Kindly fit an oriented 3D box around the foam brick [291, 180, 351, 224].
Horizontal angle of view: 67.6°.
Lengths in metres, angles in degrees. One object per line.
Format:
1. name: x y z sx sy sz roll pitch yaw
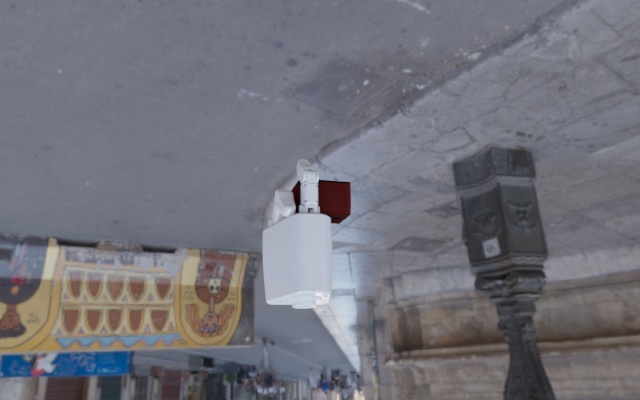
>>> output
1. foam brick: 0.000 0.002 0.700 0.078 0.051 0.053 3 -20 -17
